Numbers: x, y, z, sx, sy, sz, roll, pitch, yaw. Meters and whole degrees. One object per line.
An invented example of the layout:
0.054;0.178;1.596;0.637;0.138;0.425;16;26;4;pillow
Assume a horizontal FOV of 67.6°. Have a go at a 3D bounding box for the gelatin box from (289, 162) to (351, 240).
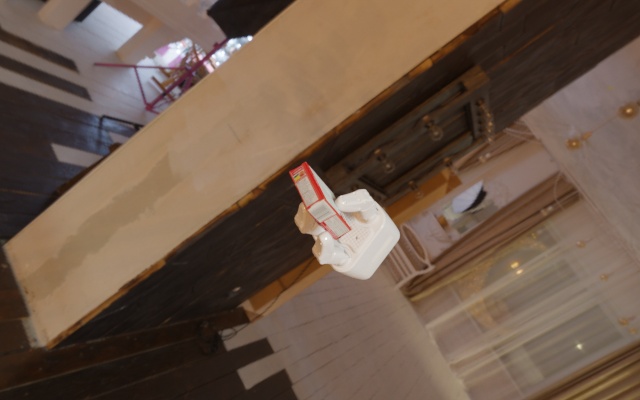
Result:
0.000;0.002;0.633;0.030;0.073;0.089;-33;-40;8;gelatin box
